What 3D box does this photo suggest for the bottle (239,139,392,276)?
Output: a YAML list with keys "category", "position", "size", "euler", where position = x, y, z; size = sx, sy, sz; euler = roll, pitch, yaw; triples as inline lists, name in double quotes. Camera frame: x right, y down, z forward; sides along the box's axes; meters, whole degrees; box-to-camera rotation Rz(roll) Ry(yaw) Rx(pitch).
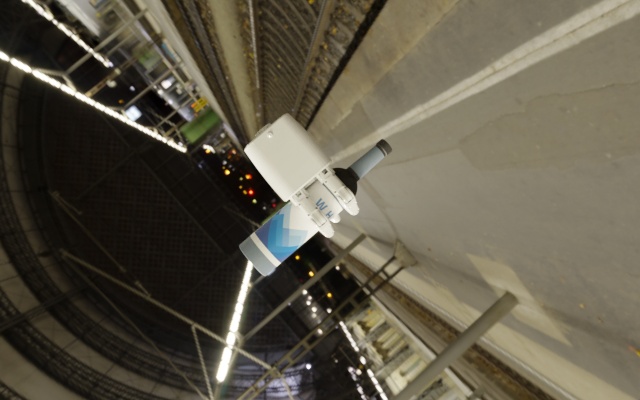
- category: "bottle"
  position: [0.000, 0.003, 0.788]
  size: [0.295, 0.069, 0.069]
  euler: [-41, 4, -4]
